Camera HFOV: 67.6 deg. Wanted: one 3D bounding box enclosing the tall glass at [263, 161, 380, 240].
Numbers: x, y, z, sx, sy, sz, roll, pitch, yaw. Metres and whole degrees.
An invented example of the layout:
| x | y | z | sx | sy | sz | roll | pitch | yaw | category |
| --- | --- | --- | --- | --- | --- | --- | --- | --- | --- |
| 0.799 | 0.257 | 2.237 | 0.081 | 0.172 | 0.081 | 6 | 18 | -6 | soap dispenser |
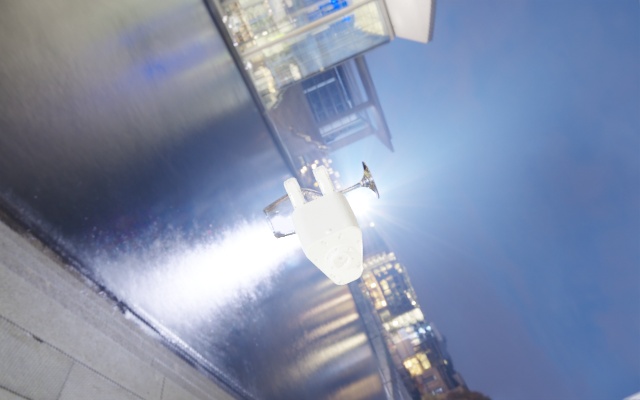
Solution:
| x | y | z | sx | sy | sz | roll | pitch | yaw | category |
| --- | --- | --- | --- | --- | --- | --- | --- | --- | --- |
| 0.001 | 0.003 | 0.860 | 0.201 | 0.079 | 0.079 | -24 | 0 | 0 | tall glass |
